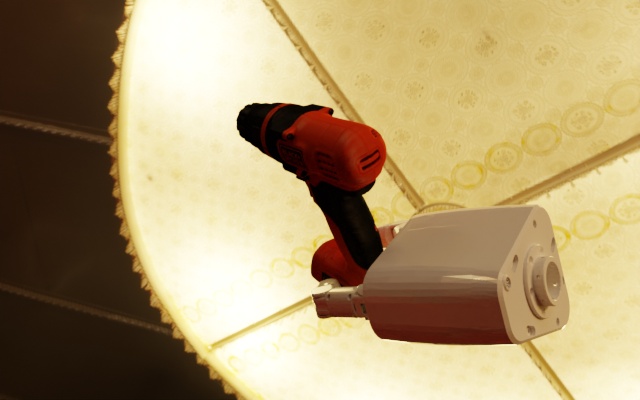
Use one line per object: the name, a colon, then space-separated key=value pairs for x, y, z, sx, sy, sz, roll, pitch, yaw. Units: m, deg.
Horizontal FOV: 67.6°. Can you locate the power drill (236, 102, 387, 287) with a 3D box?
power drill: x=0.000 y=0.002 z=0.434 sx=0.057 sy=0.188 sz=0.184 roll=-35 pitch=34 yaw=-21
